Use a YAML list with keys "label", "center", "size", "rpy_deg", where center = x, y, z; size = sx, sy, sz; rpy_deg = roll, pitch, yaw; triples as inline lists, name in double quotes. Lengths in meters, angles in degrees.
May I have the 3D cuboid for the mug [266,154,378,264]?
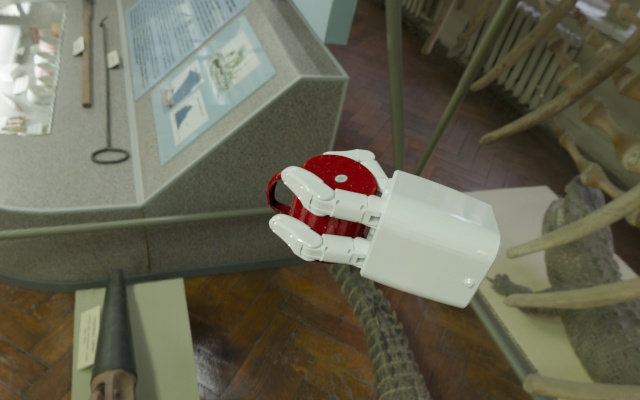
- label: "mug"
  center: [-0.001, 0.001, 0.502]
  size: [0.117, 0.082, 0.093]
  rpy_deg: [19, 39, 5]
